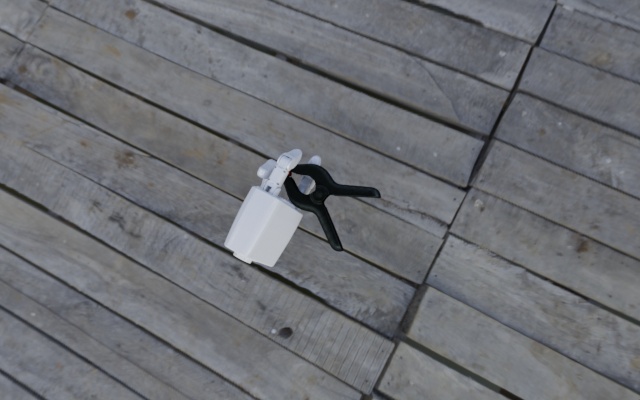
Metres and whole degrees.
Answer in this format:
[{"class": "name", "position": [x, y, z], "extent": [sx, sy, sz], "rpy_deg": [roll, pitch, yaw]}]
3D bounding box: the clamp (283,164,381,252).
[{"class": "clamp", "position": [0.000, 0.002, 0.790], "extent": [0.171, 0.120, 0.039], "rpy_deg": [27, -5, 12]}]
